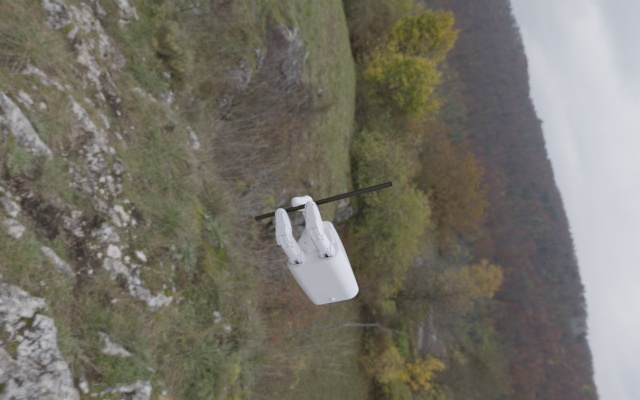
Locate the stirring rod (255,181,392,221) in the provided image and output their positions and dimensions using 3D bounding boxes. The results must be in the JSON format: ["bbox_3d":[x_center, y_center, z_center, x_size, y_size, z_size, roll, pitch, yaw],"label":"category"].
[{"bbox_3d":[0.000,0.003,0.782,0.239,0.011,0.011,-14,-5,18],"label":"stirring rod"}]
